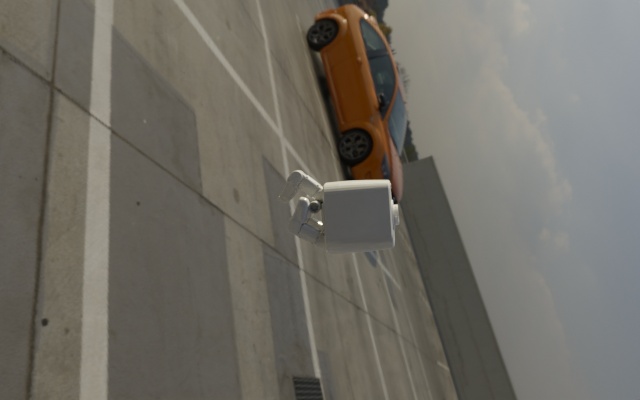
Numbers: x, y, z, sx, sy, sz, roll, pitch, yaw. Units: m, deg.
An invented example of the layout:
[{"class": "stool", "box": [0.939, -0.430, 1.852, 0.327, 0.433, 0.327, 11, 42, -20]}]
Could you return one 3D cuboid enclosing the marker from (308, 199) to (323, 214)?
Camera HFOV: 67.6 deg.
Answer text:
[{"class": "marker", "box": [0.000, 0.003, 0.802, 0.020, 0.020, 0.121, 0, 8, 10]}]
